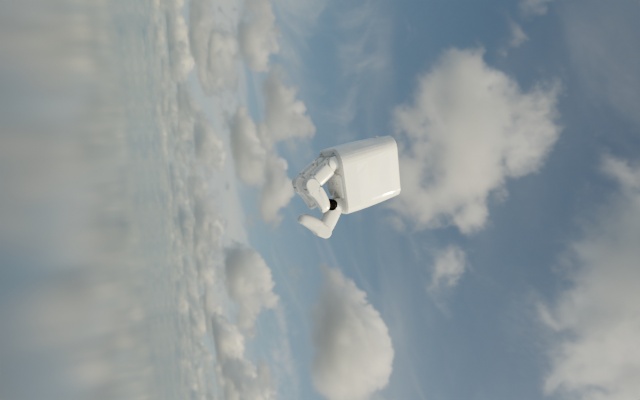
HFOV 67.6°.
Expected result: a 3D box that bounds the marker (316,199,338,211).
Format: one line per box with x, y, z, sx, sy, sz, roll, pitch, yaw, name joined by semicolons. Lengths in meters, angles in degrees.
0.000;0.003;0.812;0.020;0.020;0.121;0;4;-20;marker
